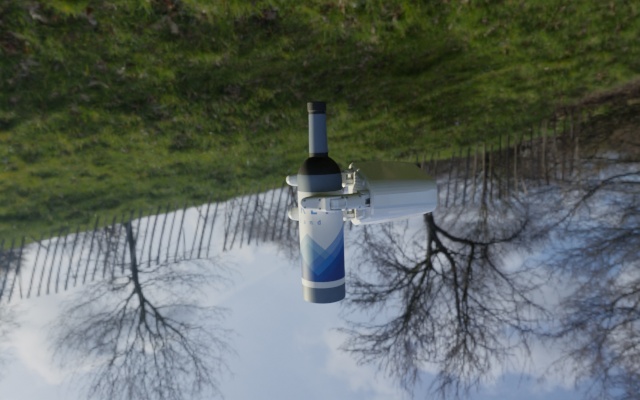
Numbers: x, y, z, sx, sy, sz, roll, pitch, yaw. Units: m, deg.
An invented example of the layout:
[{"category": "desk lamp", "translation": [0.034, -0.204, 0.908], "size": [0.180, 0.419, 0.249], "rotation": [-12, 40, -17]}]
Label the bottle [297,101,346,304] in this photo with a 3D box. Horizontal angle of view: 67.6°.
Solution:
[{"category": "bottle", "translation": [0.000, 0.003, 0.715], "size": [0.069, 0.296, 0.069], "rotation": [-2, 8, 0]}]
